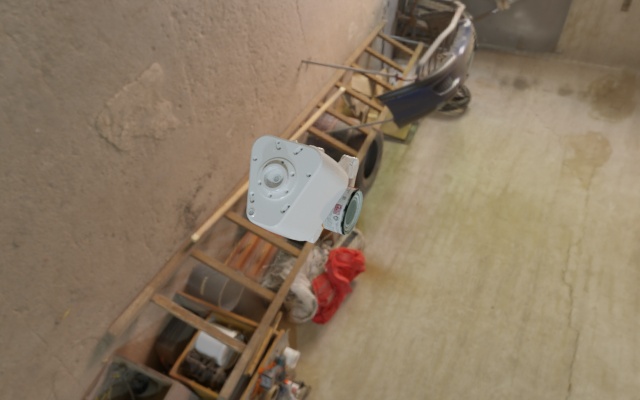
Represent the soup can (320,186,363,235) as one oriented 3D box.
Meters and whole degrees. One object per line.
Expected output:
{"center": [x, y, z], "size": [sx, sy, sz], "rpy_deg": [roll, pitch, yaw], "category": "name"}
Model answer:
{"center": [0.000, 0.002, 0.671], "size": [0.102, 0.068, 0.068], "rpy_deg": [18, 6, 20], "category": "soup can"}
